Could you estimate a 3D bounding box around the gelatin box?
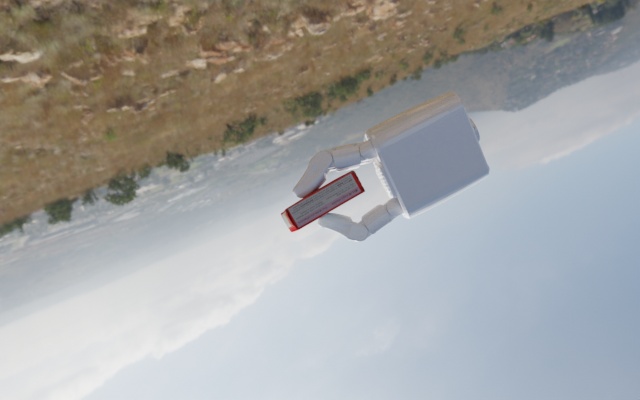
[{"bbox_3d":[0.000,0.002,0.548,0.089,0.030,0.073,-31,0,-10],"label":"gelatin box"}]
